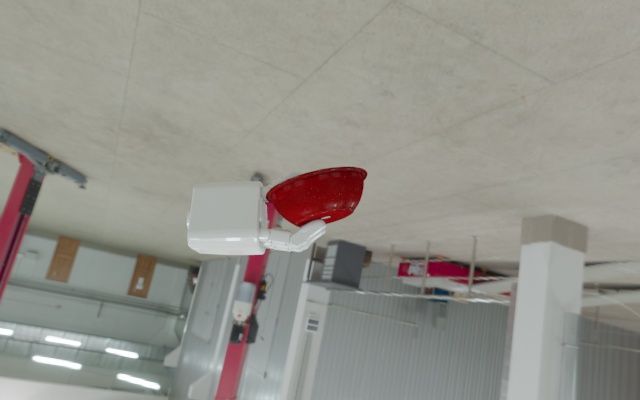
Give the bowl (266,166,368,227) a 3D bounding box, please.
[{"bbox_3d":[0.001,0.002,0.731,0.162,0.055,0.162,-13,-14,-3],"label":"bowl"}]
